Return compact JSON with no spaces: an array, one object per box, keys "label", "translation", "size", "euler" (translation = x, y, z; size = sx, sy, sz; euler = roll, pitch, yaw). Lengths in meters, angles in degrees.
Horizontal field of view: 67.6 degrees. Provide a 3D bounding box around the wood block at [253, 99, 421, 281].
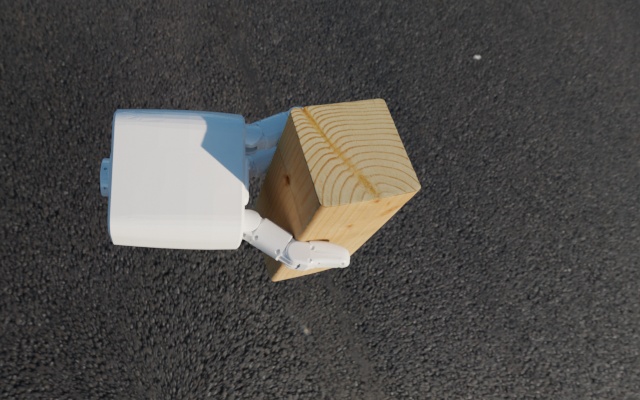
[{"label":"wood block","translation":[0.000,0.002,0.469],"size":[0.090,0.090,0.206],"euler":[-10,-21,-21]}]
